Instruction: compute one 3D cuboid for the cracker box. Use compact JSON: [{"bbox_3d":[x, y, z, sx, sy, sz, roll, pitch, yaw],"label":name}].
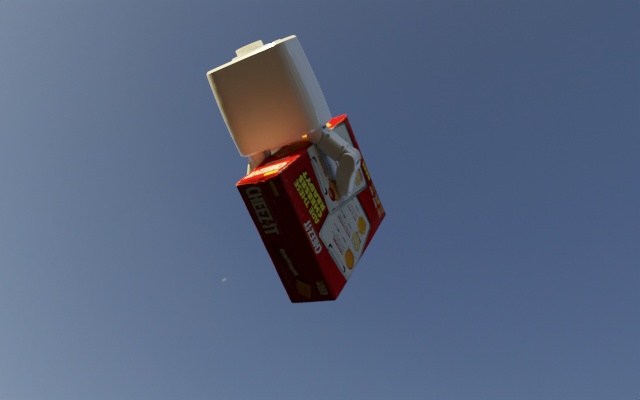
[{"bbox_3d":[0.000,0.002,0.613,0.072,0.164,0.213,-13,20,30],"label":"cracker box"}]
